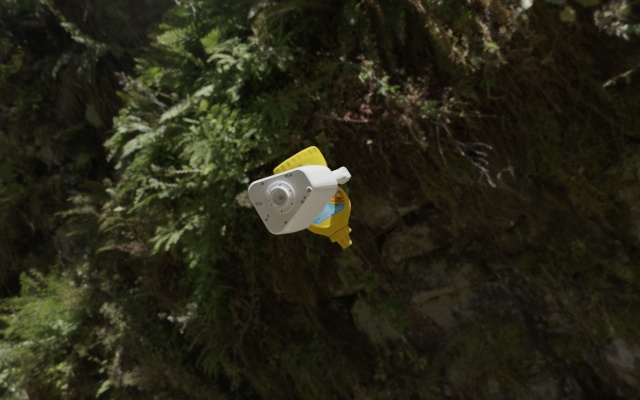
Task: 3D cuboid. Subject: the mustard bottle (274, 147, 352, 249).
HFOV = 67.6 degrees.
[{"bbox_3d":[0.000,0.003,0.882,0.096,0.191,0.058,-31,-7,-5],"label":"mustard bottle"}]
